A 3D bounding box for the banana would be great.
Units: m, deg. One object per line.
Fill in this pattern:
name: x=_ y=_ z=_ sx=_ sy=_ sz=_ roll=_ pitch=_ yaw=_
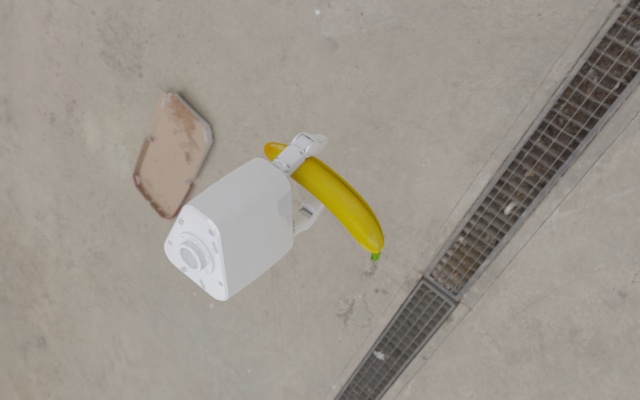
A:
banana: x=0.011 y=-0.002 z=0.555 sx=0.037 sy=0.198 sz=0.070 roll=-47 pitch=6 yaw=-36
